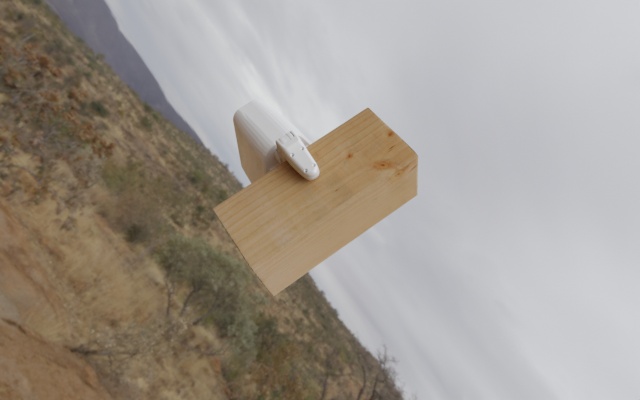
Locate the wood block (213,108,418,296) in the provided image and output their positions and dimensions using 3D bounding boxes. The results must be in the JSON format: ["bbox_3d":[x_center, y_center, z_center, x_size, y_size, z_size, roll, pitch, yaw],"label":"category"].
[{"bbox_3d":[0.000,0.001,0.535,0.206,0.090,0.091,-35,-30,-9],"label":"wood block"}]
